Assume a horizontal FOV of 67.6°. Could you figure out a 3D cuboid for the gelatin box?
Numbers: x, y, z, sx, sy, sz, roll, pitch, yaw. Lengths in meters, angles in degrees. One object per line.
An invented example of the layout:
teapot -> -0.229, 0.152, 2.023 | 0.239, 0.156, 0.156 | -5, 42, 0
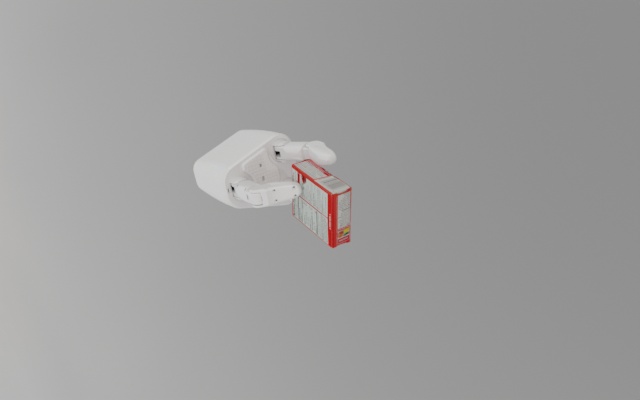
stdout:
gelatin box -> 0.000, 0.002, 0.558 | 0.030, 0.073, 0.089 | -19, 36, -28
